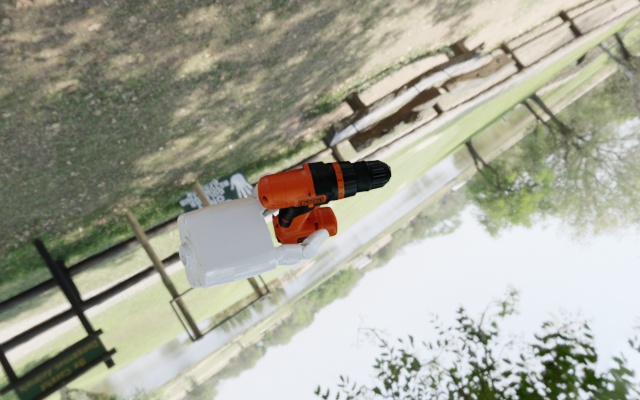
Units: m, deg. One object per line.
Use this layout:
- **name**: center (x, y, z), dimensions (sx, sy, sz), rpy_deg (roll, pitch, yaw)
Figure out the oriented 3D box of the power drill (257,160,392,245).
- **power drill**: center (0.000, 0.003, 0.704), dimensions (0.184, 0.057, 0.188), rpy_deg (-8, -24, -10)
